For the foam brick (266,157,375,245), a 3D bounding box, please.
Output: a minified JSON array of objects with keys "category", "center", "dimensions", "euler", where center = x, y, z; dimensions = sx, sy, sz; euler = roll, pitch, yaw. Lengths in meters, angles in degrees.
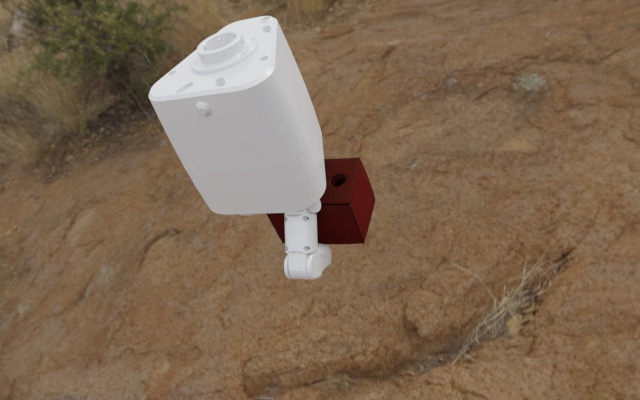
[{"category":"foam brick","center":[0.000,0.001,0.403],"dimensions":[0.078,0.053,0.051],"euler":[-2,-44,21]}]
